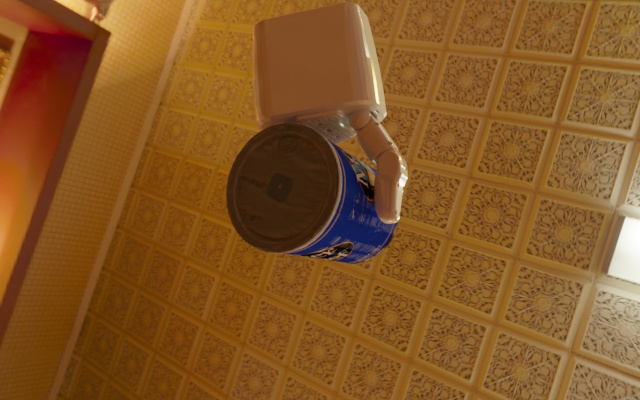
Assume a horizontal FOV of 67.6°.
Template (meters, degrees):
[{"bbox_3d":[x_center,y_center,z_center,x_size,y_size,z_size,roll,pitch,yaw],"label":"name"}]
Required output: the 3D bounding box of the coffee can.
[{"bbox_3d":[0.000,0.002,0.426,0.103,0.103,0.140,0,-10,28],"label":"coffee can"}]
